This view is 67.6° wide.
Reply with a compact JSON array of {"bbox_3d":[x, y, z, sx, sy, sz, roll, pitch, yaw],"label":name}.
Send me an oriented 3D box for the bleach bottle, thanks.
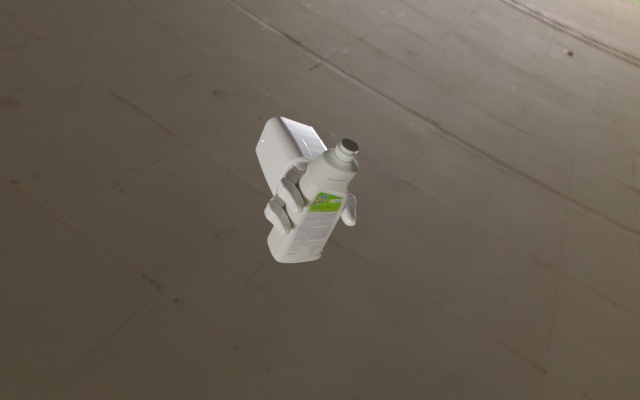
[{"bbox_3d":[0.000,0.003,0.761,0.102,0.068,0.251,-3,-39,-33],"label":"bleach bottle"}]
